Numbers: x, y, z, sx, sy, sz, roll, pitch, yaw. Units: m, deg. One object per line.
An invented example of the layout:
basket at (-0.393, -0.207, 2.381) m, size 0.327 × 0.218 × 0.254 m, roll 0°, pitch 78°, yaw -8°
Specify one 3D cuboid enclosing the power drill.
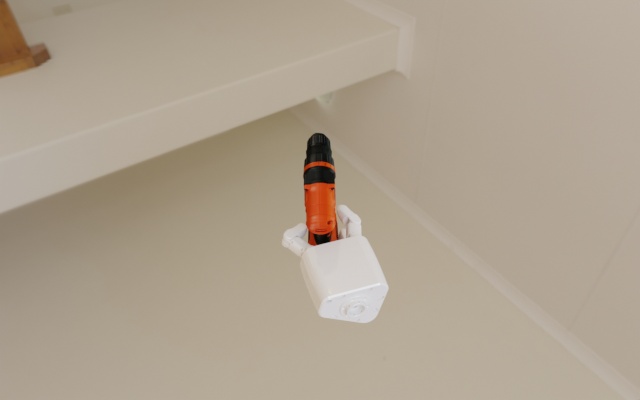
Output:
power drill at (0.000, 0.003, 0.823) m, size 0.057 × 0.184 × 0.188 m, roll -1°, pitch -32°, yaw 3°
